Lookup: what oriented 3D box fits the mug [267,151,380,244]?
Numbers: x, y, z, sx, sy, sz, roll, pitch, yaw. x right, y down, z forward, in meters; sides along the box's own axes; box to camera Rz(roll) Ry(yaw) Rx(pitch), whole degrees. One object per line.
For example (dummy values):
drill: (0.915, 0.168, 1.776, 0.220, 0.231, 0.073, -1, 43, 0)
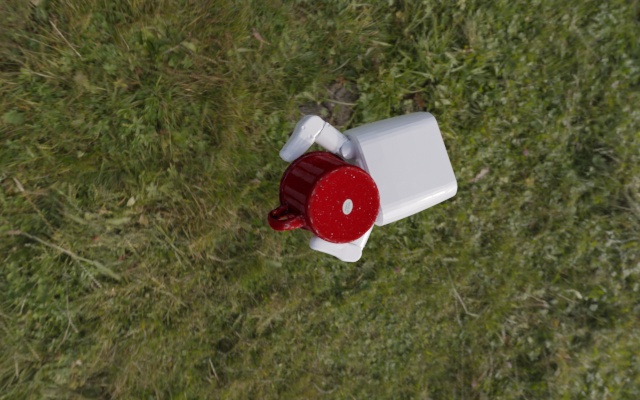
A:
mug: (-0.001, 0.002, 0.502, 0.117, 0.093, 0.081, -21, 18, -15)
